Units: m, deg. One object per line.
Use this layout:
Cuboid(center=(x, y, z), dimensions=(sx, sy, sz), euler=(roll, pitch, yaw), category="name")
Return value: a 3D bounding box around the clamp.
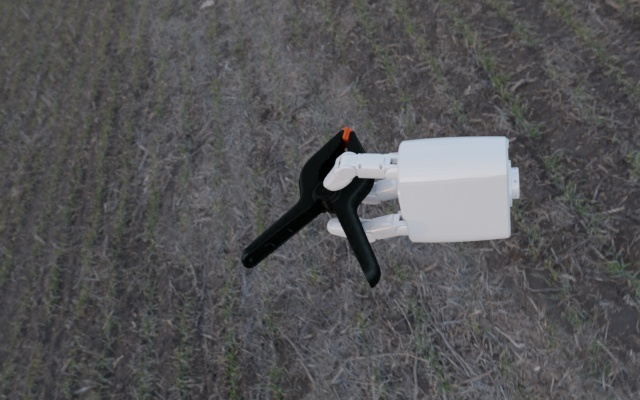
Cuboid(center=(0.000, 0.001, 0.567), dimensions=(0.164, 0.209, 0.036), euler=(-1, -34, 19), category="clamp")
